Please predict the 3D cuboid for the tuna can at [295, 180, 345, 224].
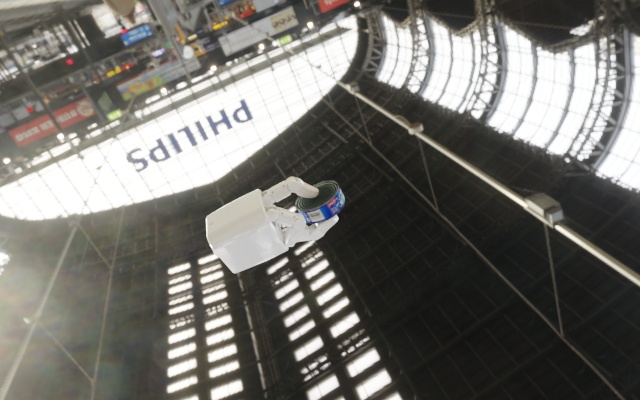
[{"bbox_3d":[0.000,0.003,0.855,0.086,0.034,0.086,-22,28,13],"label":"tuna can"}]
